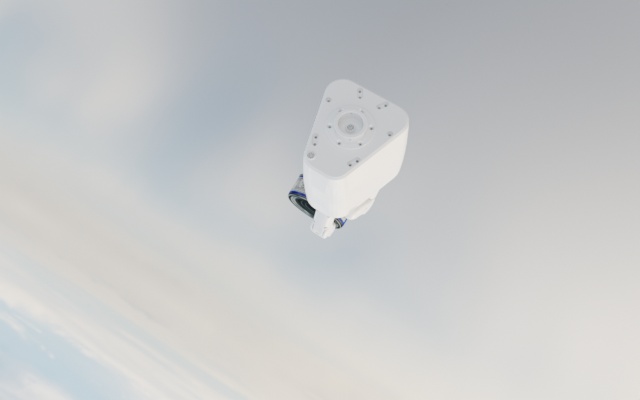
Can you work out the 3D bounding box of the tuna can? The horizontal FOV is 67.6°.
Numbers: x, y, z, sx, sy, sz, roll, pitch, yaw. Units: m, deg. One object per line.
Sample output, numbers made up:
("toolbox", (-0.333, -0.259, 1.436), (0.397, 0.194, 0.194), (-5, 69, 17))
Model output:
("tuna can", (0.000, 0.003, 0.635), (0.086, 0.033, 0.086), (30, -14, 8))
